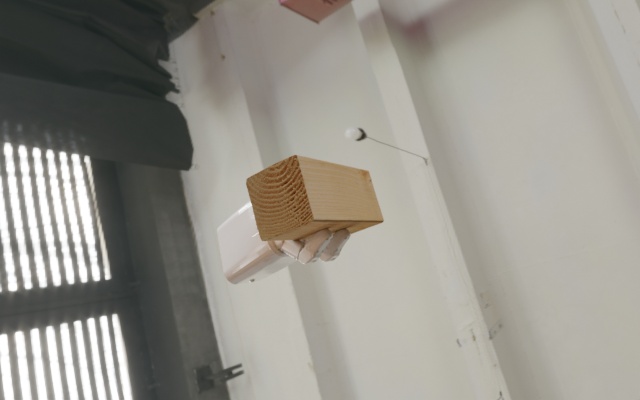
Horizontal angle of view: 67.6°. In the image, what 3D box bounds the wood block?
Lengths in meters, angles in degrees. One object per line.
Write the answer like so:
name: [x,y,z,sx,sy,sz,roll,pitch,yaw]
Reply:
wood block: [0.000,0.002,0.693,0.090,0.090,0.206,-23,-14,28]
